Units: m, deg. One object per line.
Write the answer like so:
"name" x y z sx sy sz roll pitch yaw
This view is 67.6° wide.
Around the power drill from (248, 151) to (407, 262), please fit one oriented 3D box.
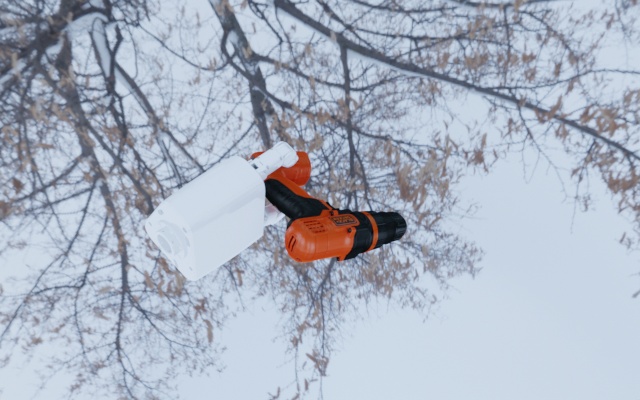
"power drill" 0.000 0.002 0.619 0.184 0.057 0.187 -5 35 -41
